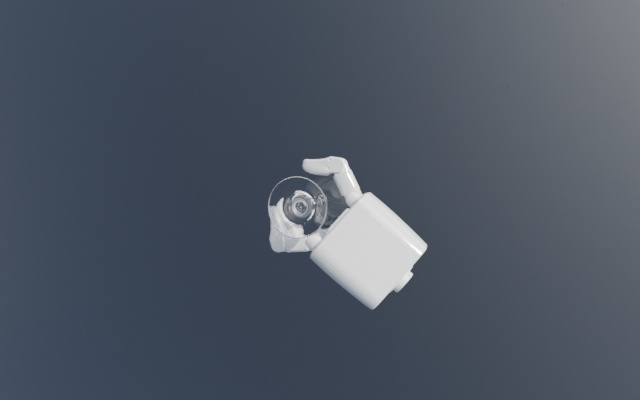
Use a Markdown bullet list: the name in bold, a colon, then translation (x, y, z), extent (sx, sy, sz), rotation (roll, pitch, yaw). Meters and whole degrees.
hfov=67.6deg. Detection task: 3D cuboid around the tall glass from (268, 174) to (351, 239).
- **tall glass**: translation (0.000, 0.002, 0.660), extent (0.079, 0.079, 0.201), rotation (0, 4, 16)
